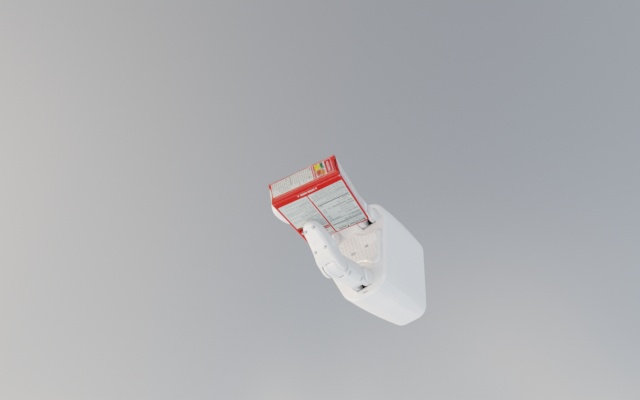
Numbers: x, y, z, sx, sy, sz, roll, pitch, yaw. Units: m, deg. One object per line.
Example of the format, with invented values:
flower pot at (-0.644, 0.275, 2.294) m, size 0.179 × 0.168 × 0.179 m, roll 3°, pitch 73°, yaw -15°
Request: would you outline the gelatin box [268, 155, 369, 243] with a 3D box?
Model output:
gelatin box at (0.000, 0.002, 0.487) m, size 0.073 × 0.030 × 0.089 m, roll -24°, pitch -38°, yaw 12°
